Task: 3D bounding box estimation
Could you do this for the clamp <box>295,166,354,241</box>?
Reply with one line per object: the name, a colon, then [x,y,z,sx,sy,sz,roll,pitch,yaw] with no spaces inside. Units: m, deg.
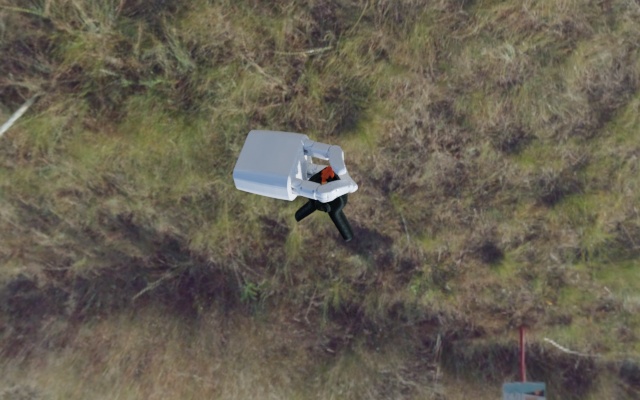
clamp: [0.000,0.003,0.861,0.120,0.172,0.039,10,47,17]
